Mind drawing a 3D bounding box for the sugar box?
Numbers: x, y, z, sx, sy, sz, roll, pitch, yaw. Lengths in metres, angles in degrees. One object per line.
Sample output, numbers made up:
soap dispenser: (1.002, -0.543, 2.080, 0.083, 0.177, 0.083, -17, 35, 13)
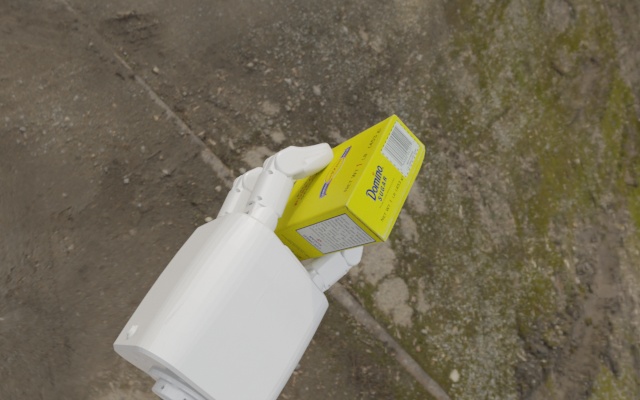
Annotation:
sugar box: (0.000, 0.001, 0.400, 0.048, 0.093, 0.176, 43, -34, -20)
